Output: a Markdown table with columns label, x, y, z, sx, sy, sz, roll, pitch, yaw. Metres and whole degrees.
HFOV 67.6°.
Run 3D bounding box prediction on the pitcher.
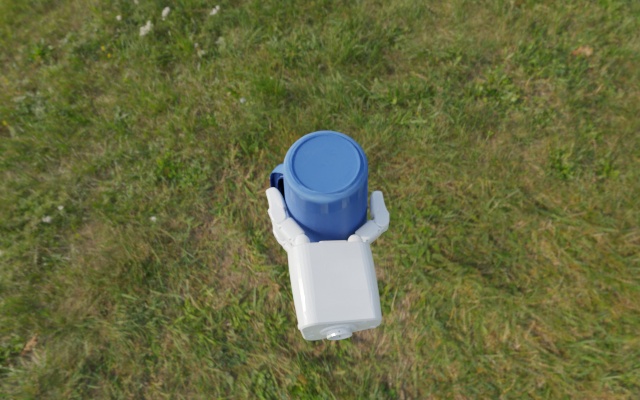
| label | x | y | z | sx | sy | sz | roll | pitch | yaw |
| --- | --- | --- | --- | --- | --- | --- | --- | --- | --- |
| pitcher | 0.000 | 0.002 | 0.704 | 0.149 | 0.145 | 0.243 | -8 | -27 | -2 |
